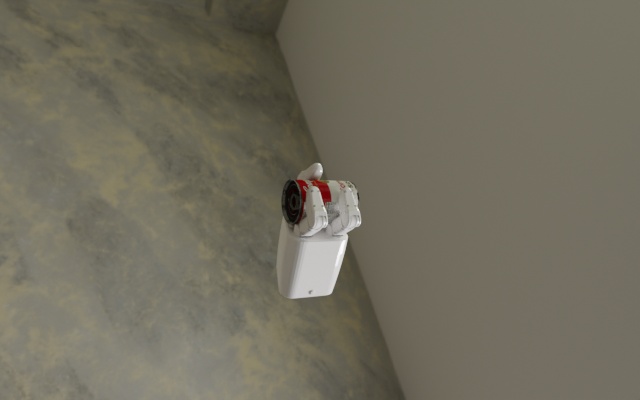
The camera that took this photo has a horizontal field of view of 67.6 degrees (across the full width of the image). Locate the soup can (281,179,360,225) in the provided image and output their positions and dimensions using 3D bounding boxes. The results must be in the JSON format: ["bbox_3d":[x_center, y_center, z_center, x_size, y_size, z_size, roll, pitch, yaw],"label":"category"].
[{"bbox_3d":[0.000,0.002,0.731,0.102,0.068,0.068,0,0,-28],"label":"soup can"}]
